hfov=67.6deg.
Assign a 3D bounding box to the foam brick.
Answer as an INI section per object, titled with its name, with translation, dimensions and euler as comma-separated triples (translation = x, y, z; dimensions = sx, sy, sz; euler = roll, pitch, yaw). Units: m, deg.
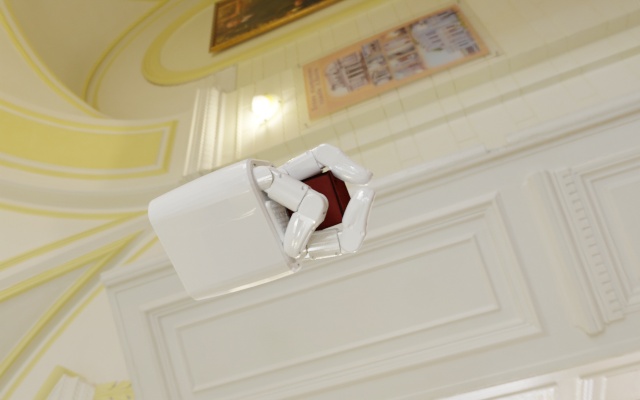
[foam brick]
translation = 0.000, 0.002, 0.482
dimensions = 0.051, 0.053, 0.078
euler = -20, -2, 11
